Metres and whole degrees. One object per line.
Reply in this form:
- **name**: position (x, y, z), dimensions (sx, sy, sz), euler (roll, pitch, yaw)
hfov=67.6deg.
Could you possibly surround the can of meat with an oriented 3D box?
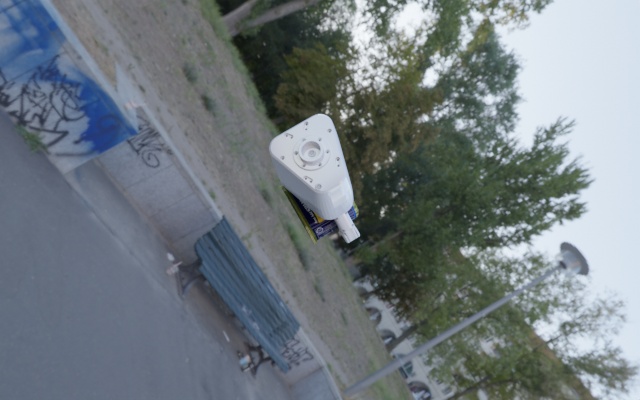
- **can of meat**: position (0.000, 0.002, 0.748), dimensions (0.084, 0.102, 0.057), euler (-30, -22, -4)
